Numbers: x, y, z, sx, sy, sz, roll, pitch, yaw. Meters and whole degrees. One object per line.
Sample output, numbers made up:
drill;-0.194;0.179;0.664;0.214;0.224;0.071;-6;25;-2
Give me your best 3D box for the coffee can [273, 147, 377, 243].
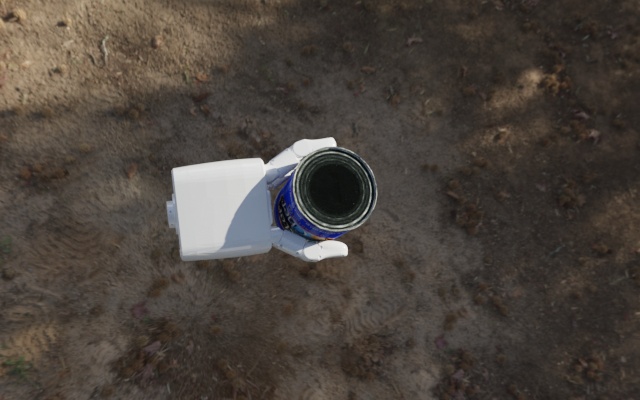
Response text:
coffee can;0.000;0.002;0.614;0.103;0.102;0.140;0;-13;-15
